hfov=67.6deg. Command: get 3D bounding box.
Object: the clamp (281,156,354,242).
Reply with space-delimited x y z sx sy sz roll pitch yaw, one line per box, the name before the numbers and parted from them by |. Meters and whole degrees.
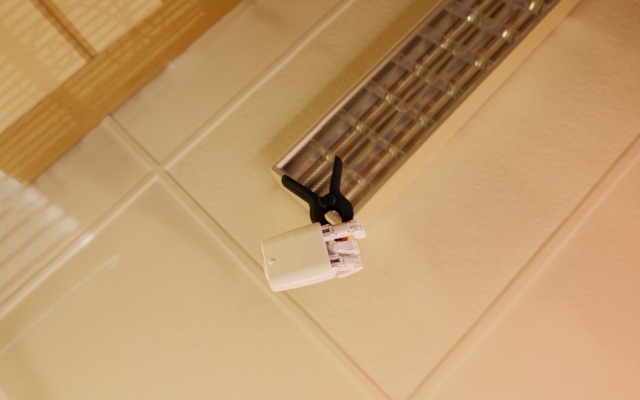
clamp | 0.000 0.003 0.865 0.120 0.171 0.039 -15 -27 0
